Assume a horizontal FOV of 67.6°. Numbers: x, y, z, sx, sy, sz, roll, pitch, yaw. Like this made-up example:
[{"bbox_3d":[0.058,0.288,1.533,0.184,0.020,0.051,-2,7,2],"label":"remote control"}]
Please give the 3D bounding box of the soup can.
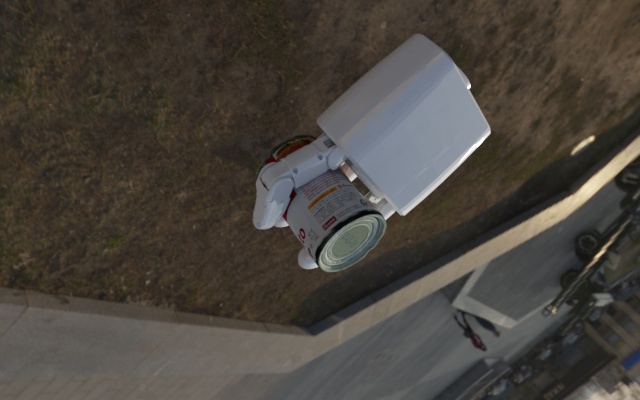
[{"bbox_3d":[0.000,0.002,0.405,0.068,0.068,0.102,0,41,-43],"label":"soup can"}]
